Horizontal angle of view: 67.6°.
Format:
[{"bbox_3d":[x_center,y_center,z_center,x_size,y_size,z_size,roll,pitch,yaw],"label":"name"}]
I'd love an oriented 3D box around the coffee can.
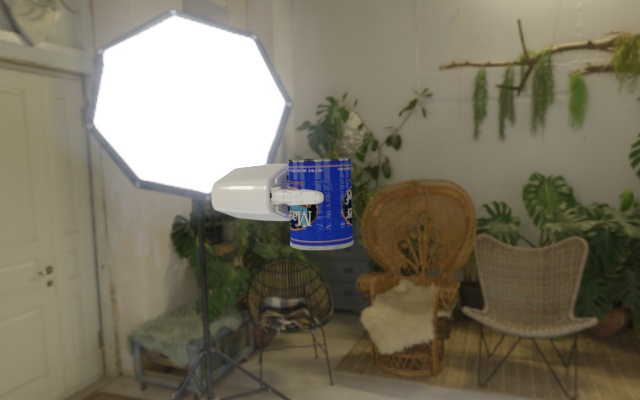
[{"bbox_3d":[0.000,0.003,0.773,0.103,0.140,0.103,-2,5,0],"label":"coffee can"}]
